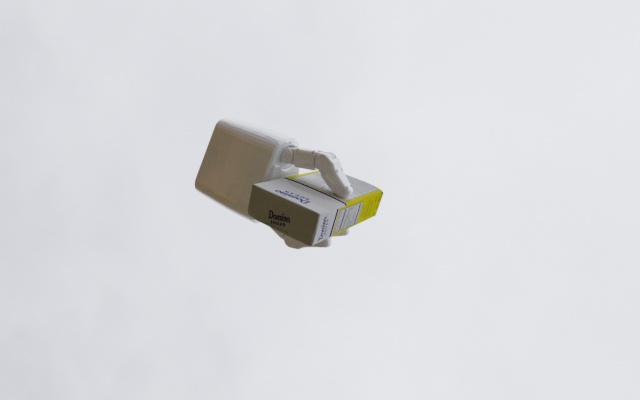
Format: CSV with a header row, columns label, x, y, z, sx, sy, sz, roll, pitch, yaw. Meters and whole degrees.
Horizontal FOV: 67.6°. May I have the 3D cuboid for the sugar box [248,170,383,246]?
label,x,y,z,sx,sy,sz,roll,pitch,yaw
sugar box,0.000,0.002,0.591,0.093,0.048,0.176,24,23,25
